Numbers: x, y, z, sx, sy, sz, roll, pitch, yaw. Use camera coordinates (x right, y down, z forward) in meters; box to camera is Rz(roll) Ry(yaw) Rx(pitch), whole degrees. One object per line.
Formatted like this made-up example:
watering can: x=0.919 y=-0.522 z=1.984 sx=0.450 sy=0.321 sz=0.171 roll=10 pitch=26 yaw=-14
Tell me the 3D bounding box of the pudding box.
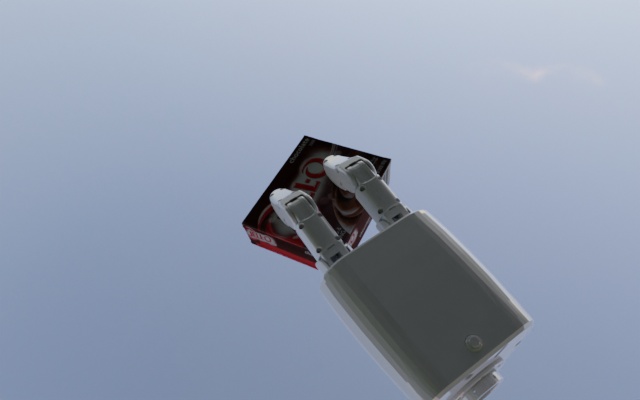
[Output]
pudding box: x=0.000 y=0.001 z=0.418 sx=0.090 sy=0.113 sz=0.039 roll=19 pitch=-34 yaw=22
